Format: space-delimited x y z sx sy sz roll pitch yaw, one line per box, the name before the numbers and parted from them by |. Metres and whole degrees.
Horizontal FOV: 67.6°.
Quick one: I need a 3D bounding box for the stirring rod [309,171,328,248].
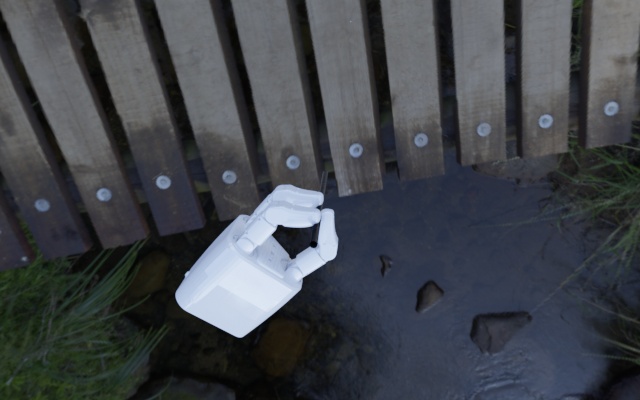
stirring rod | 0.000 0.002 0.587 0.011 0.011 0.239 0 20 4
